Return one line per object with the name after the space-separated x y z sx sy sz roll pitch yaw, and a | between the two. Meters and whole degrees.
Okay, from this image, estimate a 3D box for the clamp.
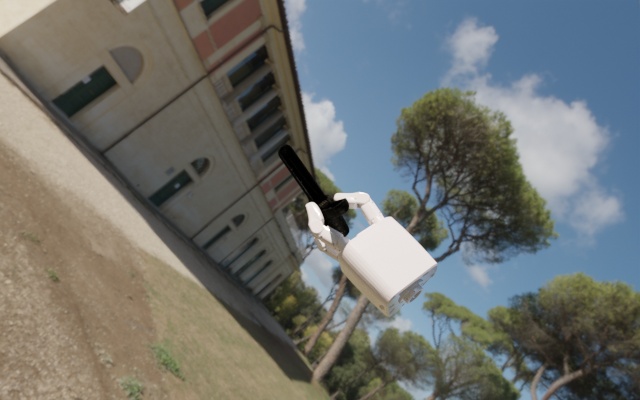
0.001 0.003 0.800 0.036 0.164 0.210 -38 -27 -10 | clamp
